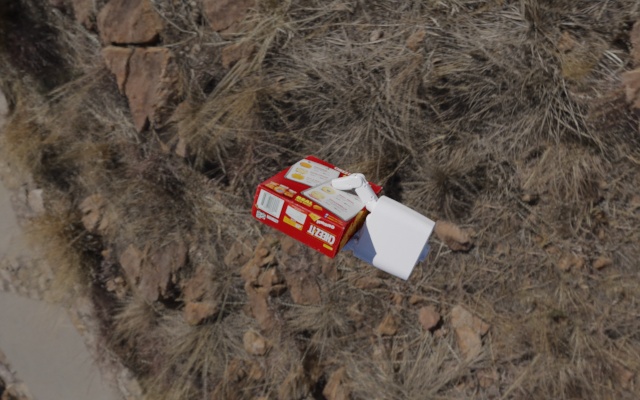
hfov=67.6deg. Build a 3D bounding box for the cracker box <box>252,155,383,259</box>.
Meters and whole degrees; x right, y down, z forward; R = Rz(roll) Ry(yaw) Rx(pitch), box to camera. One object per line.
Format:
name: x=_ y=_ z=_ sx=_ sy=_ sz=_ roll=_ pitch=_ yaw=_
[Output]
cracker box: x=0.000 y=0.003 z=0.865 sx=0.164 sy=0.072 sz=0.213 roll=26 pitch=27 yaw=14
